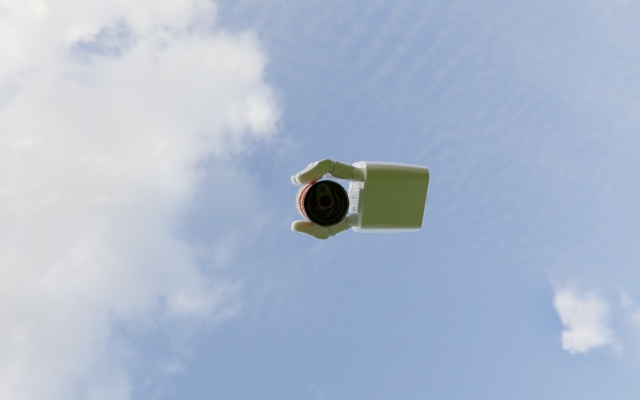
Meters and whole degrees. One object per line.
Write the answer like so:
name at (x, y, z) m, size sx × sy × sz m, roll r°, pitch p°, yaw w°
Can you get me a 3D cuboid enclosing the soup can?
soup can at (0.000, 0.002, 0.733) m, size 0.068 × 0.068 × 0.102 m, roll 0°, pitch 2°, yaw -10°
